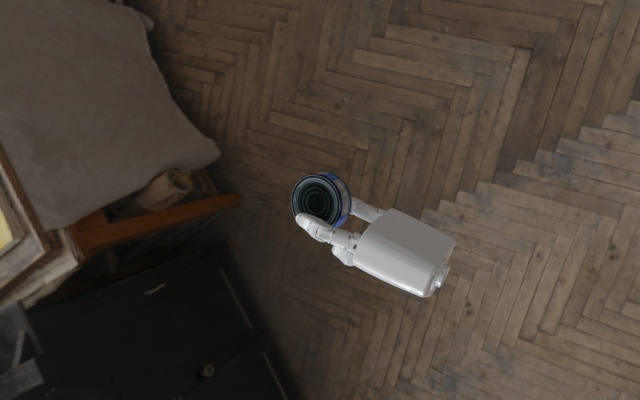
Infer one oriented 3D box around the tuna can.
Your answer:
[{"bbox_3d":[0.000,0.002,0.694,0.086,0.086,0.034,0,7,31],"label":"tuna can"}]
